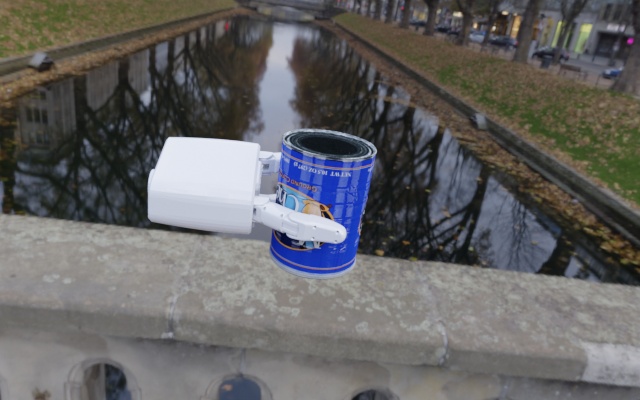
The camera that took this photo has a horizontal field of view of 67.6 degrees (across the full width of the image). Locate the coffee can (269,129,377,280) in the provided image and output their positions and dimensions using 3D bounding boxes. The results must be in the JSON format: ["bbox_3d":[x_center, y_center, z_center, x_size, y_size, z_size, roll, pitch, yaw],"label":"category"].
[{"bbox_3d":[0.000,0.002,0.536,0.103,0.140,0.102,7,23,-3],"label":"coffee can"}]
